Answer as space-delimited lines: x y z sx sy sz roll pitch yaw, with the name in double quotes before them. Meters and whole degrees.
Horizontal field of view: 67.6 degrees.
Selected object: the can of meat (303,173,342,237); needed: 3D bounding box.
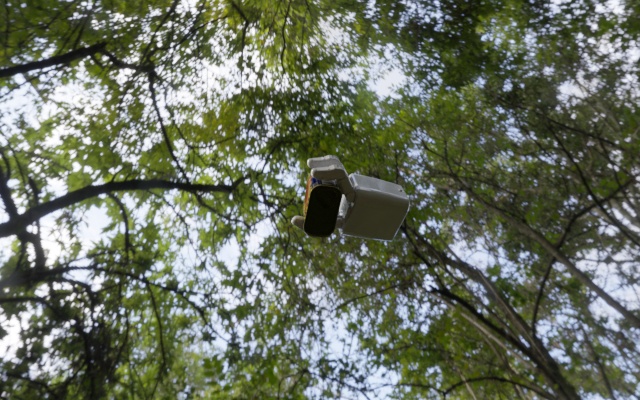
"can of meat" 0.000 0.003 0.883 0.057 0.102 0.084 8 24 -9
